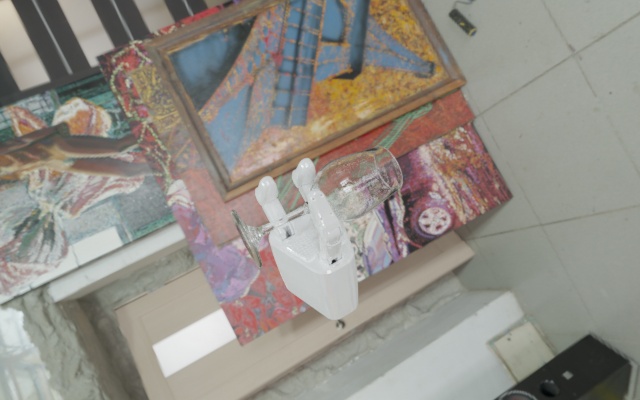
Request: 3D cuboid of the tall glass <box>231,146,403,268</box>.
[{"bbox_3d":[0.000,0.002,0.572,0.201,0.079,0.079,-27,8,-17],"label":"tall glass"}]
